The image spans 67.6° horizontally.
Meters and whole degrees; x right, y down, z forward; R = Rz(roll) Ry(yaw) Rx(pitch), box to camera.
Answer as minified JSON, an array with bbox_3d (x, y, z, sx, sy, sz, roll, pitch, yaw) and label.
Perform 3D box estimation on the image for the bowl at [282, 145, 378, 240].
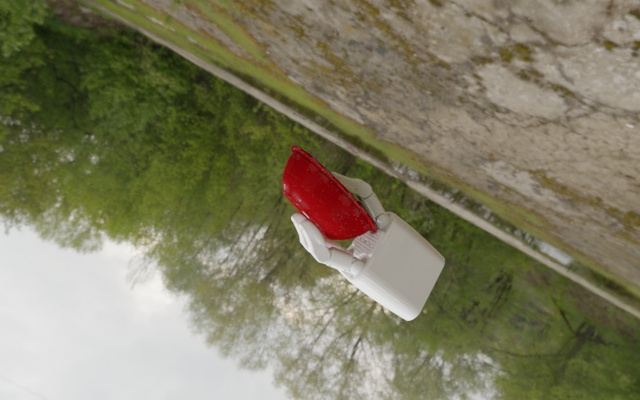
[{"bbox_3d":[-0.001,0.001,0.639,0.055,0.162,0.162,-44,5,-5],"label":"bowl"}]
